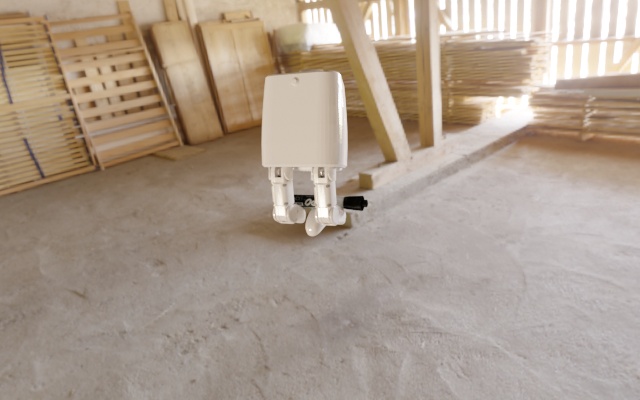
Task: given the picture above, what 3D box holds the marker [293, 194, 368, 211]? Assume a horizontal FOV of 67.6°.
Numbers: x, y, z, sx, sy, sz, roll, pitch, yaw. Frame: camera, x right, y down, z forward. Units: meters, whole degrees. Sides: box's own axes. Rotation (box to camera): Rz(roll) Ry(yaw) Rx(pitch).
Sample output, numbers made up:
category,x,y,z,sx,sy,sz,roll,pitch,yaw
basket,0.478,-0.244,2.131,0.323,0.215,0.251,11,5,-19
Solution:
category,x,y,z,sx,sy,sz,roll,pitch,yaw
marker,0.000,0.002,0.598,0.121,0.020,0.020,1,0,22
